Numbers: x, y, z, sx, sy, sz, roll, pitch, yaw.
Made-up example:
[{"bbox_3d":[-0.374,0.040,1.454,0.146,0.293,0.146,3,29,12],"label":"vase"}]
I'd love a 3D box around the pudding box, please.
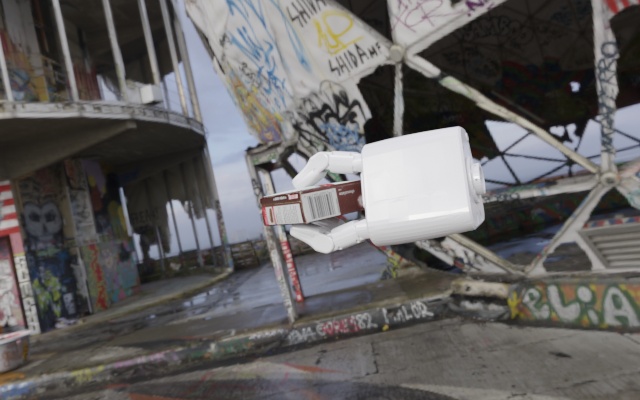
[{"bbox_3d":[0.000,0.002,0.558,0.113,0.039,0.090,-9,1,-36],"label":"pudding box"}]
